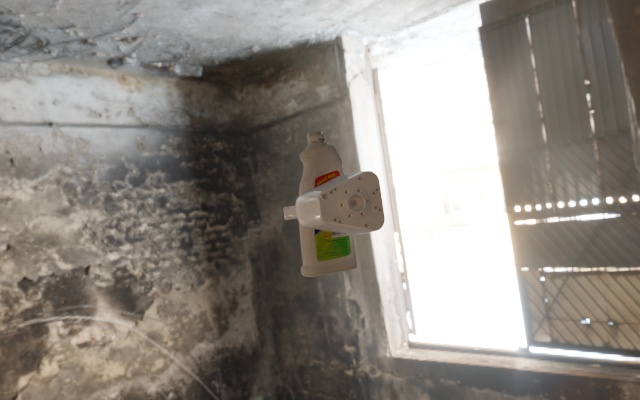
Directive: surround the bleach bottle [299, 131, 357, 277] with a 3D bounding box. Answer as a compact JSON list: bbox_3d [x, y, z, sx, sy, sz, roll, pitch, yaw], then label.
[{"bbox_3d":[0.000,0.003,0.852,0.102,0.251,0.068,-8,-1,-20],"label":"bleach bottle"}]
